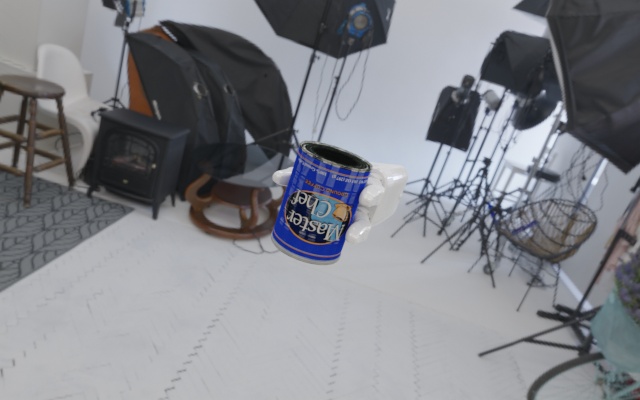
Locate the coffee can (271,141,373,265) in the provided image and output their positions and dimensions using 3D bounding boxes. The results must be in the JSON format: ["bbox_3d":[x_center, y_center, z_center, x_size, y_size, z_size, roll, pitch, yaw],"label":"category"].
[{"bbox_3d":[0.000,0.002,0.652,0.103,0.140,0.102,17,18,-6],"label":"coffee can"}]
